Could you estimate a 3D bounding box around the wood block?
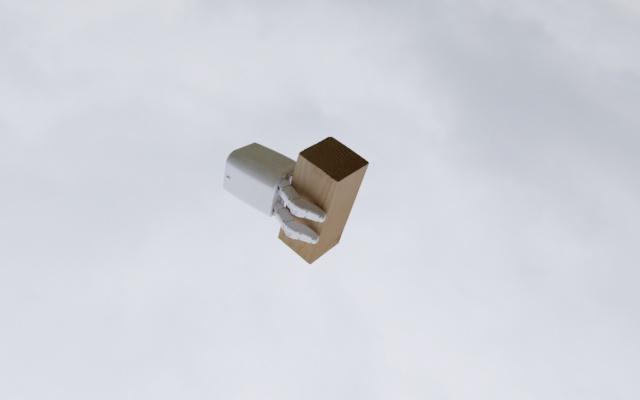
[{"bbox_3d":[0.000,0.003,0.855,0.090,0.206,0.090,37,45,21],"label":"wood block"}]
